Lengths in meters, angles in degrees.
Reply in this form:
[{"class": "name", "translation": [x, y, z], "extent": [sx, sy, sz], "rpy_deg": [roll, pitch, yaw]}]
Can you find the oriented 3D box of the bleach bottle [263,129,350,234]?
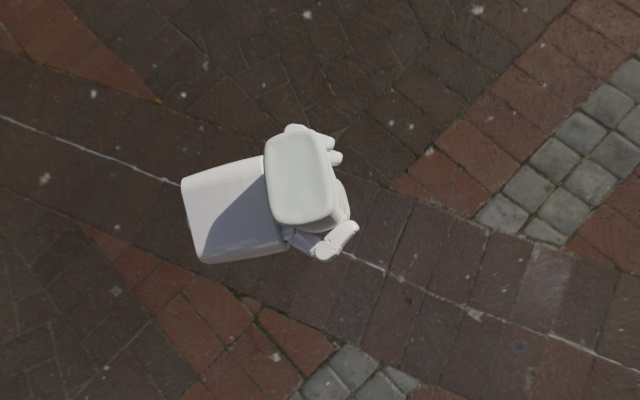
[{"class": "bleach bottle", "translation": [0.000, 0.002, 0.585], "extent": [0.068, 0.102, 0.251], "rpy_deg": [-13, -15, 8]}]
